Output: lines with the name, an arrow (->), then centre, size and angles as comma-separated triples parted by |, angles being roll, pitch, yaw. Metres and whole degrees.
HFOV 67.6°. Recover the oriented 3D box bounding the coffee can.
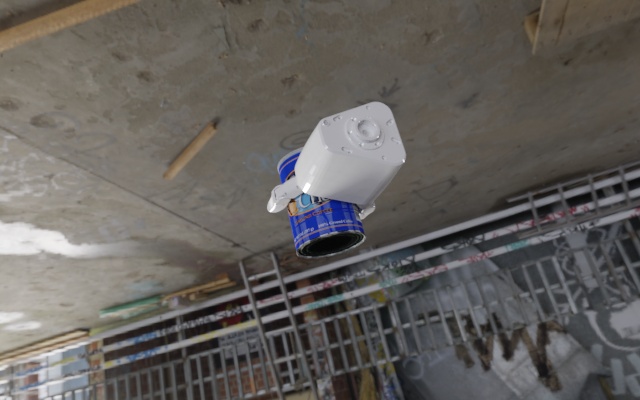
coffee can -> 0.000, 0.002, 0.706 | 0.103, 0.140, 0.103 | -12, -22, -5
